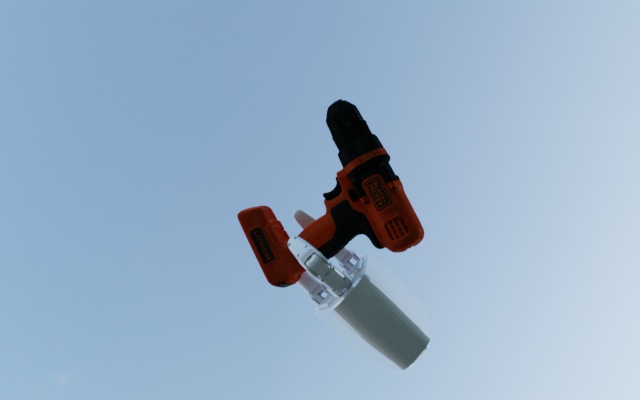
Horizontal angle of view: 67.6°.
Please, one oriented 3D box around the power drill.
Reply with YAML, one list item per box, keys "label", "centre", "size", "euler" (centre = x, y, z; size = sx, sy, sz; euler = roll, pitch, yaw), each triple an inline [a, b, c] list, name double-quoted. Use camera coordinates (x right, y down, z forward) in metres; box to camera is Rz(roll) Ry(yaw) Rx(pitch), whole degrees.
- label: "power drill"
  centre: [0.000, 0.002, 0.547]
  size: [0.188, 0.184, 0.057]
  euler: [-30, -12, 17]
